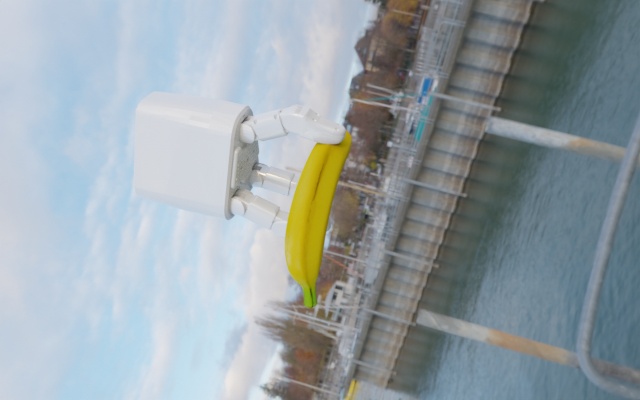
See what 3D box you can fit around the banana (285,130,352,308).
[{"bbox_3d":[-0.002,-0.005,0.450,0.037,0.197,0.070,9,-29,10],"label":"banana"}]
